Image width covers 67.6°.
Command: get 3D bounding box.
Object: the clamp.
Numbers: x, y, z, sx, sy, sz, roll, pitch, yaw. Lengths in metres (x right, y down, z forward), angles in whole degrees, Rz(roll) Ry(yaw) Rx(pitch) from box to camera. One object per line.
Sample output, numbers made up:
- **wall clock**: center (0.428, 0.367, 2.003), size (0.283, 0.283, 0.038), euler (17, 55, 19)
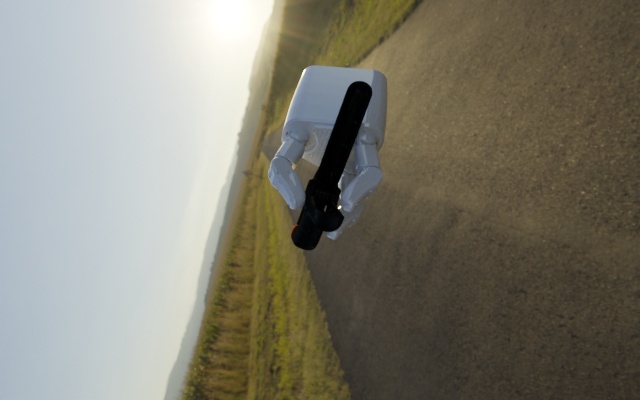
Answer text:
- **clamp**: center (-0.001, 0.001, 0.497), size (0.036, 0.164, 0.210), euler (19, -38, -5)
